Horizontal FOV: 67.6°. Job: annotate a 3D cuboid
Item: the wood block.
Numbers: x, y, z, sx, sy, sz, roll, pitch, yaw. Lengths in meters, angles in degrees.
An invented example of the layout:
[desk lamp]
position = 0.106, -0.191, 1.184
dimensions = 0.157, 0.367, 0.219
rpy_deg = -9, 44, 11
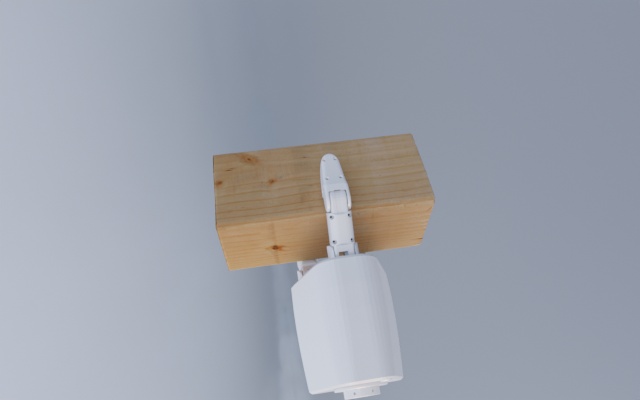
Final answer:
[wood block]
position = 0.000, 0.002, 0.497
dimensions = 0.206, 0.090, 0.091
rpy_deg = -7, -35, -6
